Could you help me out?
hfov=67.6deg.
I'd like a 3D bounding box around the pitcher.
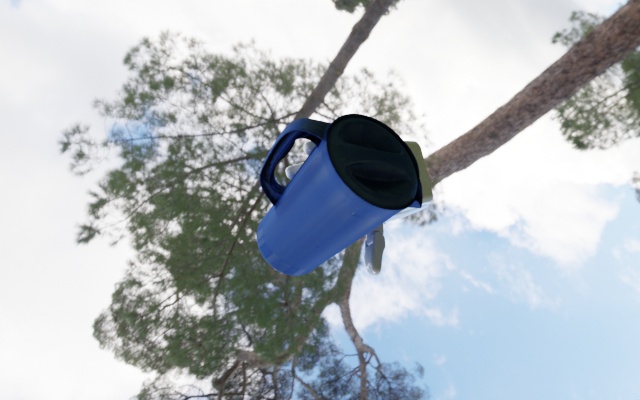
[{"bbox_3d":[0.000,0.002,0.631,0.145,0.149,0.243,-12,-22,-39],"label":"pitcher"}]
